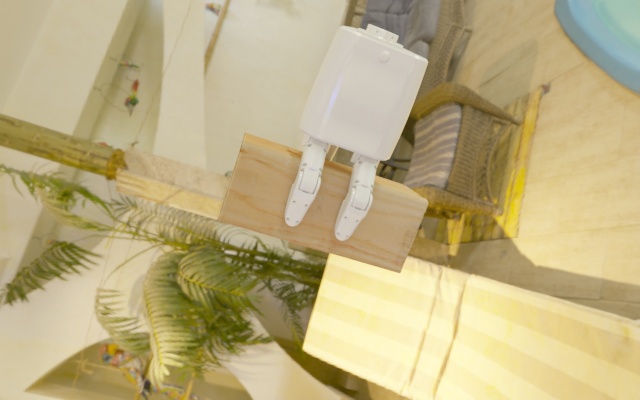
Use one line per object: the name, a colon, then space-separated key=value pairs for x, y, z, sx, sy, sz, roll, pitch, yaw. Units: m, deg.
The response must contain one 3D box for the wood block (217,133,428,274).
wood block: x=0.000 y=0.001 z=0.539 sx=0.206 sy=0.090 sz=0.090 roll=18 pitch=10 yaw=-11
